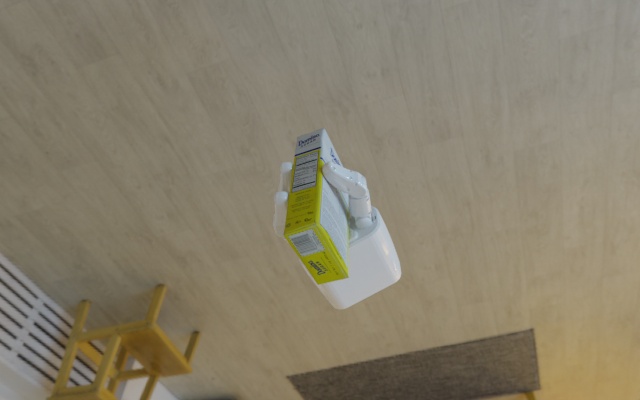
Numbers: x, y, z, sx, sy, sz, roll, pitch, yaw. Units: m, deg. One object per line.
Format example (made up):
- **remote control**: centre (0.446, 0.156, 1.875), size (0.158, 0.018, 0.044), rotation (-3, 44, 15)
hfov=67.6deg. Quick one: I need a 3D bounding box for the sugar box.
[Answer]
- **sugar box**: centre (0.000, 0.002, 0.576), size (0.048, 0.093, 0.176), rotation (-17, 38, 15)
